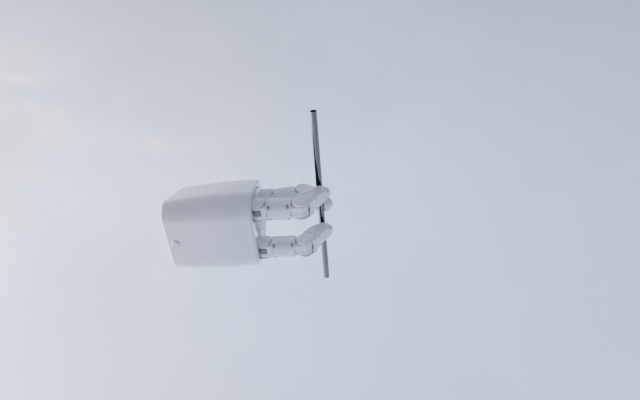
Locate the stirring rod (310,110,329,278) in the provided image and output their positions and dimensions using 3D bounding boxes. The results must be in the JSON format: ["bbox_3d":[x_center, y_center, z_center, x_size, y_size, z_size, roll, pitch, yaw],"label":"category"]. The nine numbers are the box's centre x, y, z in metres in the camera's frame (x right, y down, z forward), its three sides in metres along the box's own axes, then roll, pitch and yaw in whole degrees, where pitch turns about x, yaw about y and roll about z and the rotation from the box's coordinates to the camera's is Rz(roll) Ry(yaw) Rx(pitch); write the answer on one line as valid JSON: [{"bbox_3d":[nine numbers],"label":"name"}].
[{"bbox_3d":[0.000,0.002,0.600,0.011,0.240,0.011,-3,31,2],"label":"stirring rod"}]
